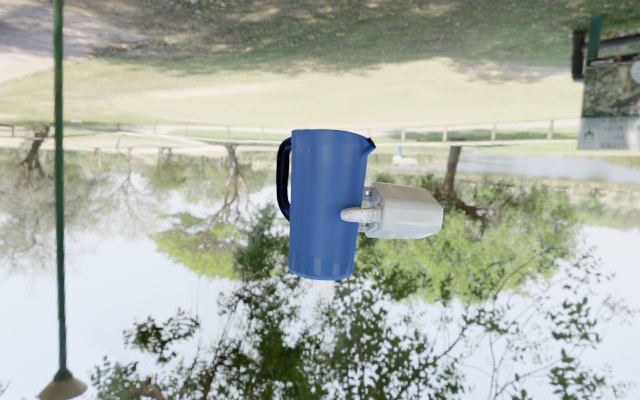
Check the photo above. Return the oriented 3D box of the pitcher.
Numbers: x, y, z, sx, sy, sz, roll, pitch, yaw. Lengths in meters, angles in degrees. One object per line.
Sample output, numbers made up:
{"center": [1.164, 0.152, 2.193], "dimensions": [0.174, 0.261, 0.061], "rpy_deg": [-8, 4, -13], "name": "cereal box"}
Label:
{"center": [0.000, 0.003, 0.799], "dimensions": [0.145, 0.243, 0.149], "rpy_deg": [4, 3, -12], "name": "pitcher"}
